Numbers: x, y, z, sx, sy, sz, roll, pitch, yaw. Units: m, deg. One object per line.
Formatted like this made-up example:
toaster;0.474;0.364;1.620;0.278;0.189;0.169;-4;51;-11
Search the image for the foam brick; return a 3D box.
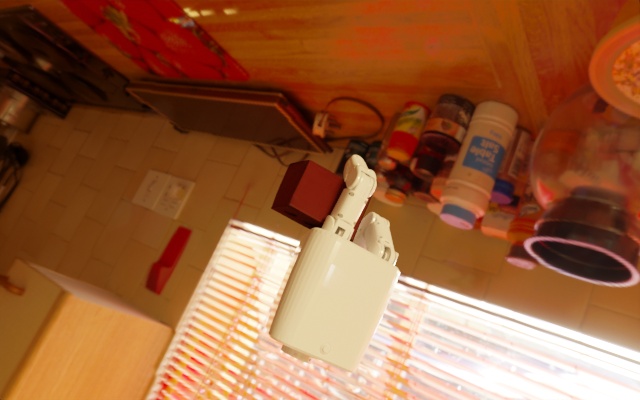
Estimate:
foam brick;0.000;0.001;0.474;0.078;0.051;0.053;29;-13;-20
